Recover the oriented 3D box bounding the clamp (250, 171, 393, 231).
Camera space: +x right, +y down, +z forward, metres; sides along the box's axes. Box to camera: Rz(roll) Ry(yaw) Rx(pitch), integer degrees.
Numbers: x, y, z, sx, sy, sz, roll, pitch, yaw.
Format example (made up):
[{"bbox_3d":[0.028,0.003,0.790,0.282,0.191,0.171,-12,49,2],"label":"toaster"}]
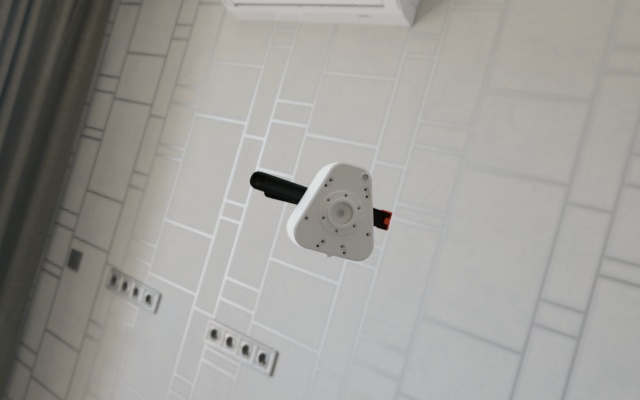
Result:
[{"bbox_3d":[0.001,0.002,0.711,0.210,0.036,0.164,16,-3,-5],"label":"clamp"}]
